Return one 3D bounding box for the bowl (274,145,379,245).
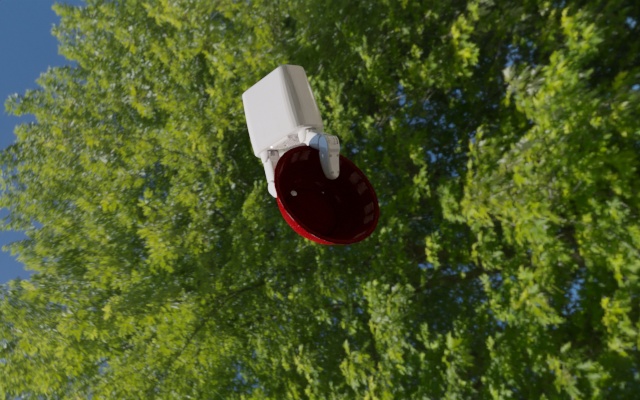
[{"bbox_3d":[0.000,0.004,0.664,0.162,0.162,0.055,0,-33,-33],"label":"bowl"}]
